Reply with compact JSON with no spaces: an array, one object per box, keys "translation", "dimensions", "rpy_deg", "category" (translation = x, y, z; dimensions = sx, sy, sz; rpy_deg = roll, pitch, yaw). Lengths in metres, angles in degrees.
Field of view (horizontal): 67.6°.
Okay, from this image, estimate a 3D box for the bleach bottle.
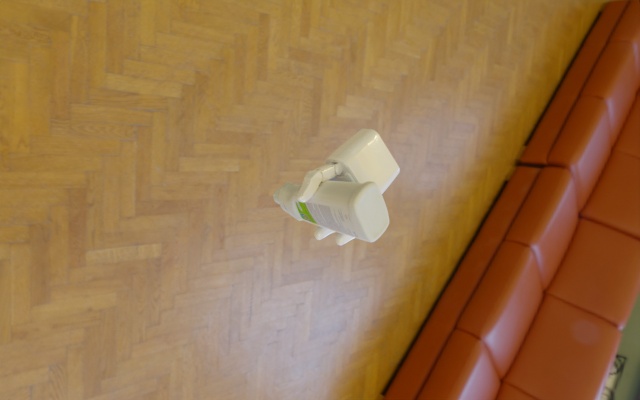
[{"translation":[0.000,0.003,0.856],"dimensions":[0.251,0.103,0.068],"rpy_deg":[12,47,45],"category":"bleach bottle"}]
